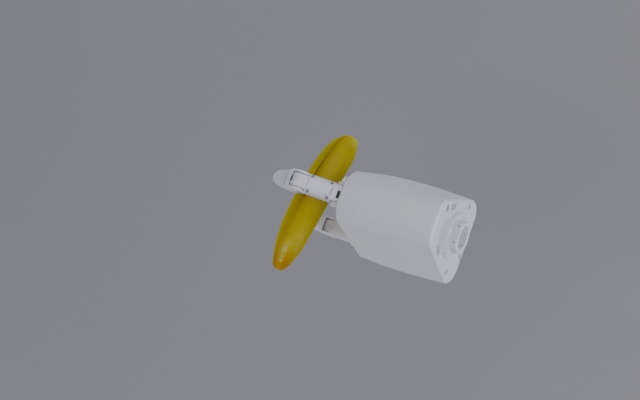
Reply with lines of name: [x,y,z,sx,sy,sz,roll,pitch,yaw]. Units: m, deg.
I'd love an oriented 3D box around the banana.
banana: [0.000,-0.011,0.549,0.037,0.197,0.070,22,-29,18]
